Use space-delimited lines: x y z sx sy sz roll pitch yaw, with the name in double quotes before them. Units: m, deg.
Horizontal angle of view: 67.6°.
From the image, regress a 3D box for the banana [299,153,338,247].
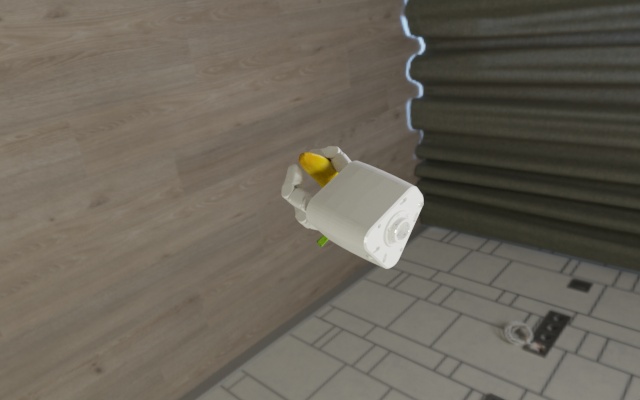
"banana" 0.015 -0.005 0.734 0.069 0.198 0.037 -32 47 -20
